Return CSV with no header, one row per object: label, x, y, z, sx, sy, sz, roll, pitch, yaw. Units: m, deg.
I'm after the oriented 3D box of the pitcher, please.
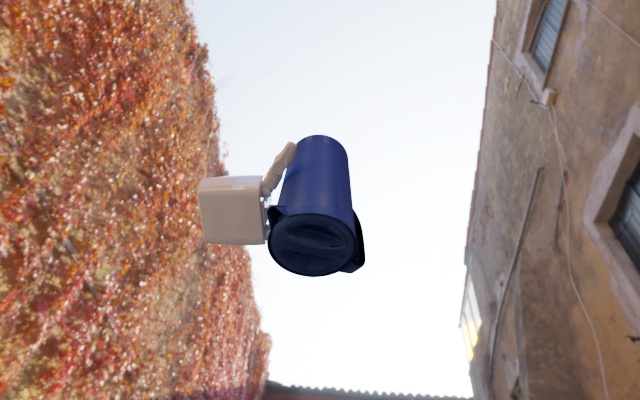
pitcher,0.000,0.003,0.790,0.145,0.149,0.242,-1,39,5
